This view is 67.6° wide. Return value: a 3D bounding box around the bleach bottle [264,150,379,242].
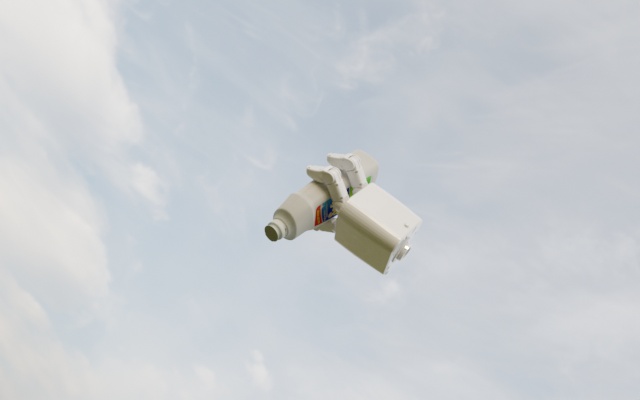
[{"bbox_3d":[0.000,0.003,0.800,0.068,0.103,0.250,37,45,19],"label":"bleach bottle"}]
